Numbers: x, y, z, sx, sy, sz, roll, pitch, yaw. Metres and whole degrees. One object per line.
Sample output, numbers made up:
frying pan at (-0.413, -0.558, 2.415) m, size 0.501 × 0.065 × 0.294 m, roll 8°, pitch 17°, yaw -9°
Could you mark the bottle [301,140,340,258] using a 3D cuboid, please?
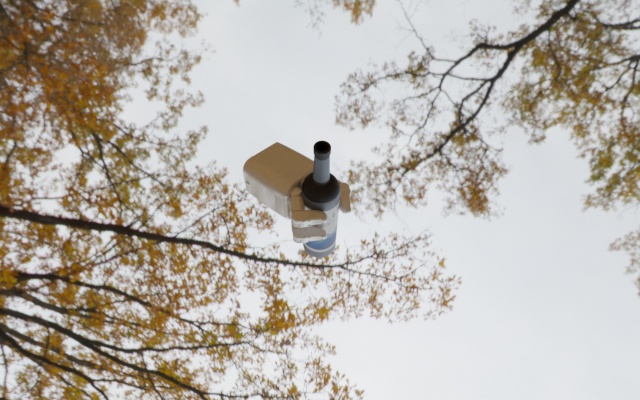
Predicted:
bottle at (0.000, 0.003, 0.842) m, size 0.069 × 0.069 × 0.296 m, roll 0°, pitch -35°, yaw -1°
